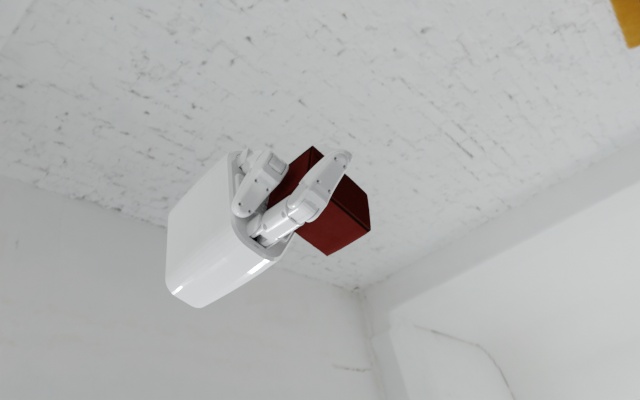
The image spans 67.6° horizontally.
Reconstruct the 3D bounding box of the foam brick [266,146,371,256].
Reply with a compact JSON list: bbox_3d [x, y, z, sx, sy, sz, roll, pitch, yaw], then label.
[{"bbox_3d":[0.000,0.002,0.427,0.051,0.053,0.078,-37,-62,27],"label":"foam brick"}]
